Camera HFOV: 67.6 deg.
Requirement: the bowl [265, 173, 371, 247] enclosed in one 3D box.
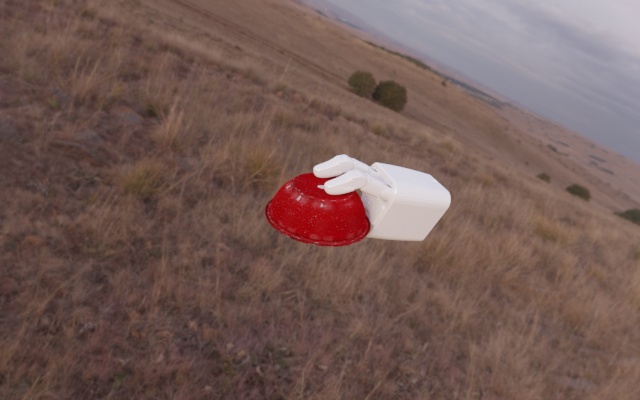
[{"bbox_3d":[-0.001,0.002,0.707,0.162,0.055,0.162,8,27,-4],"label":"bowl"}]
